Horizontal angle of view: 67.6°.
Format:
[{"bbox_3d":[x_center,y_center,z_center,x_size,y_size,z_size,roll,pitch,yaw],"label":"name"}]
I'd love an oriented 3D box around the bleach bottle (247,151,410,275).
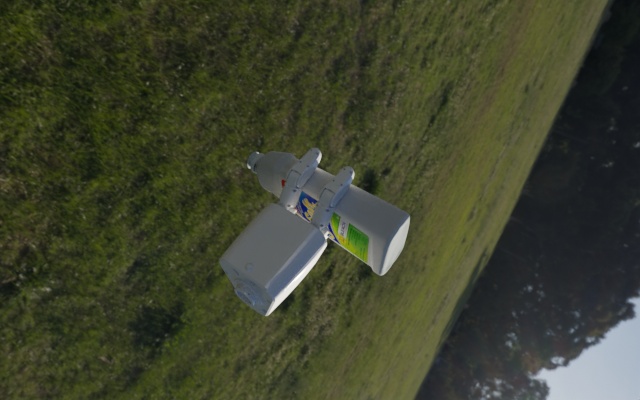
[{"bbox_3d":[0.000,0.002,0.677,0.250,0.068,0.103,30,-32,22],"label":"bleach bottle"}]
